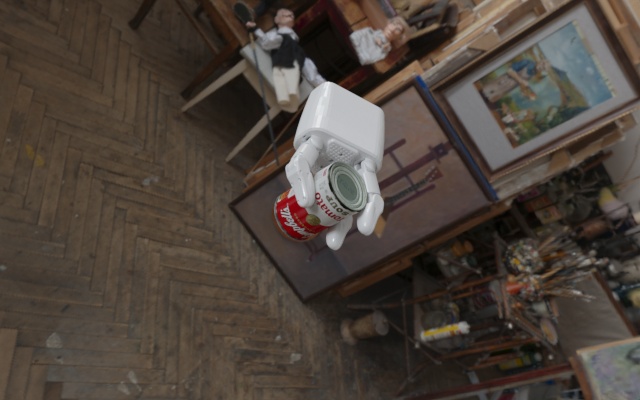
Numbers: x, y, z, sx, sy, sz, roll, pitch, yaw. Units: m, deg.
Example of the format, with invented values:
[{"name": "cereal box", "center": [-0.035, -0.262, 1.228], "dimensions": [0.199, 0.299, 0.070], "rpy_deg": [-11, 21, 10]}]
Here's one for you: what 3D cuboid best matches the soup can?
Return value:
[{"name": "soup can", "center": [0.000, 0.002, 0.599], "dimensions": [0.102, 0.068, 0.068], "rpy_deg": [-29, -19, 38]}]
